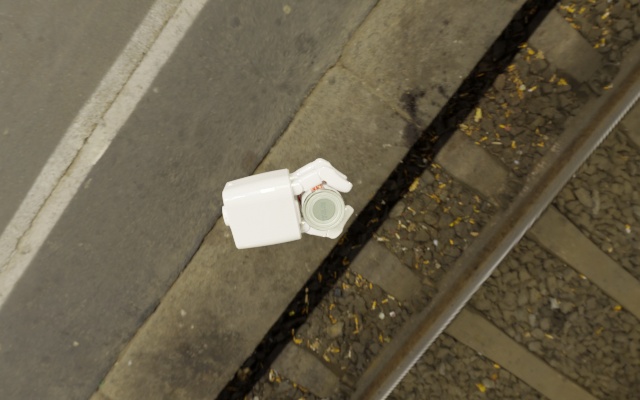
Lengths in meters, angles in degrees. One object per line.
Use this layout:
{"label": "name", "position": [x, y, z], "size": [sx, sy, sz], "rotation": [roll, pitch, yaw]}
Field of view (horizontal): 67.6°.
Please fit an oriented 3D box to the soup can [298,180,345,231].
{"label": "soup can", "position": [0.001, 0.003, 0.767], "size": [0.068, 0.068, 0.102], "rotation": [0, 14, -6]}
